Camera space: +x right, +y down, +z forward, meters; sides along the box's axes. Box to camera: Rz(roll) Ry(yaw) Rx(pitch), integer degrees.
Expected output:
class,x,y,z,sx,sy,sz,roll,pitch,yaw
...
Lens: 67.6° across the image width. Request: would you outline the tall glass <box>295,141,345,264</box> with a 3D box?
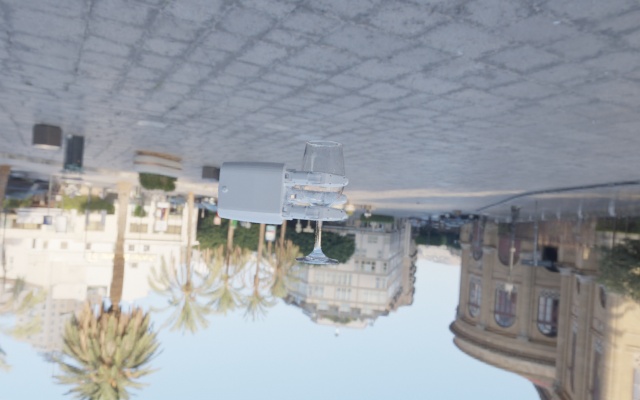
class,x,y,z,sx,sy,sz,roll,pitch,yaw
tall glass,0.000,0.003,0.806,0.079,0.201,0.079,4,-1,0
